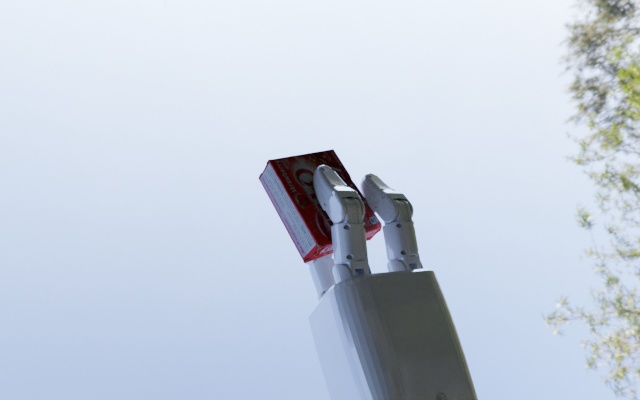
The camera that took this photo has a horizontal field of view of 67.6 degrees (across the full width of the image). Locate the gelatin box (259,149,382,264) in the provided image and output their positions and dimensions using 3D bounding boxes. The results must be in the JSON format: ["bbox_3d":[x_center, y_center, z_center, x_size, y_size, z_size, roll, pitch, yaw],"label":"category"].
[{"bbox_3d":[0.000,0.001,0.409,0.073,0.089,0.030,-14,-25,-39],"label":"gelatin box"}]
